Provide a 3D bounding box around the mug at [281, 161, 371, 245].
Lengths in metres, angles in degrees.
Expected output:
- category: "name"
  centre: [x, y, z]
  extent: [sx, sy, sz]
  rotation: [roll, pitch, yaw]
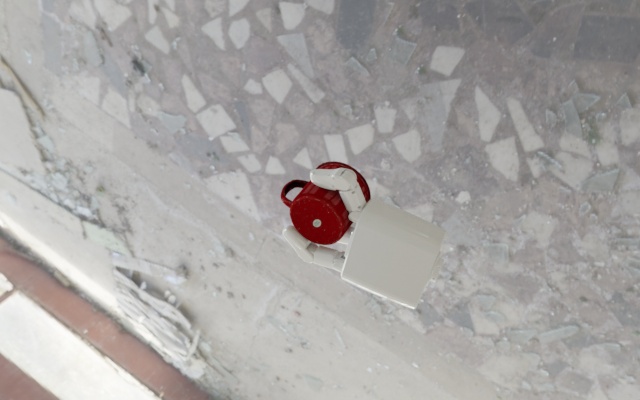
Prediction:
- category: "mug"
  centre: [-0.001, 0.002, 0.653]
  extent: [0.117, 0.093, 0.081]
  rotation: [22, 42, 16]
